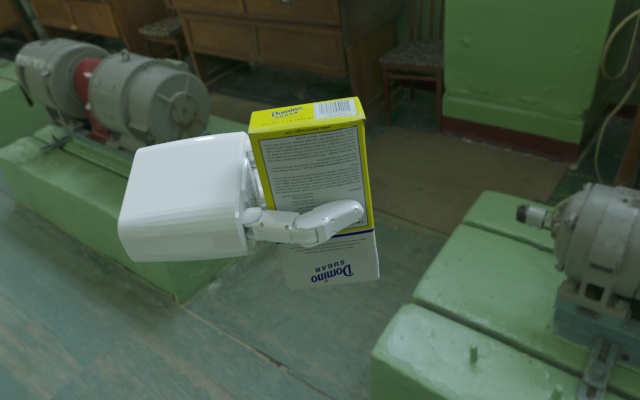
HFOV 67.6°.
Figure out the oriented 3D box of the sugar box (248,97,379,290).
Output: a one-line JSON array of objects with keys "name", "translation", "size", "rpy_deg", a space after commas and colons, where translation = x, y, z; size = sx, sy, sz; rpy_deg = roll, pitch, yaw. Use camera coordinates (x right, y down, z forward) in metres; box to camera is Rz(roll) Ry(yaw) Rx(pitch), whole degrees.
[{"name": "sugar box", "translation": [0.000, 0.001, 0.432], "size": [0.093, 0.176, 0.048], "rpy_deg": [-7, 37, 3]}]
